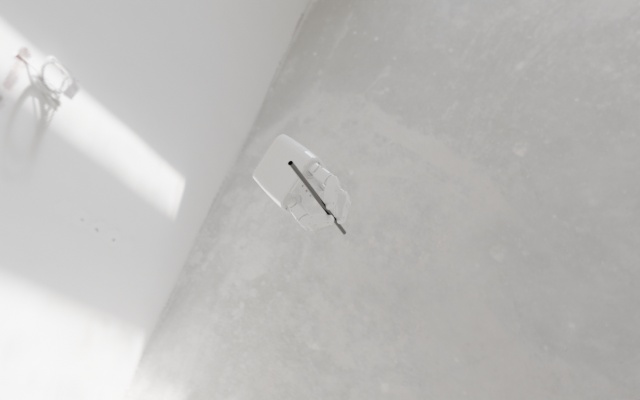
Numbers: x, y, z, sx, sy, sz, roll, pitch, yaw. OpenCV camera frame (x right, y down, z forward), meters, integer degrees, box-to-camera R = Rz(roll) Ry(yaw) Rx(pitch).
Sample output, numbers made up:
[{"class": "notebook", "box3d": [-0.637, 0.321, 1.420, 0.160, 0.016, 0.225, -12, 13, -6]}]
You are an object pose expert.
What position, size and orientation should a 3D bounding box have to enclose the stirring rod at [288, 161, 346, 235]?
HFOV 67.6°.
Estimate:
[{"class": "stirring rod", "box3d": [0.000, 0.003, 0.787, 0.011, 0.011, 0.240, 0, -28, 24]}]
